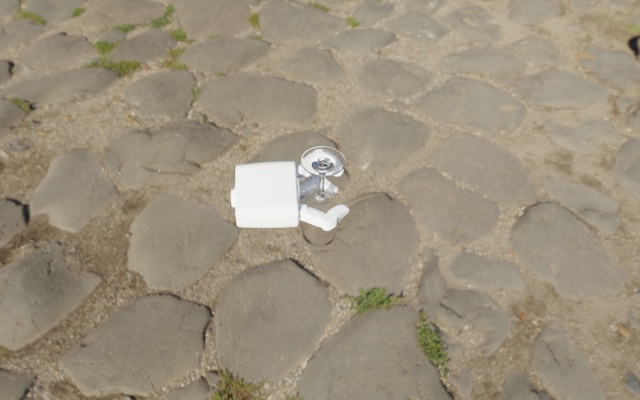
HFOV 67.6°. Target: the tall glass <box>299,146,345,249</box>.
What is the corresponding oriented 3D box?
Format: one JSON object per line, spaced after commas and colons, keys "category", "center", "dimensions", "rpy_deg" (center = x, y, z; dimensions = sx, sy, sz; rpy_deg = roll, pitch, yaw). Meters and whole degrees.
{"category": "tall glass", "center": [0.000, 0.002, 0.860], "dimensions": [0.079, 0.079, 0.201], "rpy_deg": [0, -43, -3]}
